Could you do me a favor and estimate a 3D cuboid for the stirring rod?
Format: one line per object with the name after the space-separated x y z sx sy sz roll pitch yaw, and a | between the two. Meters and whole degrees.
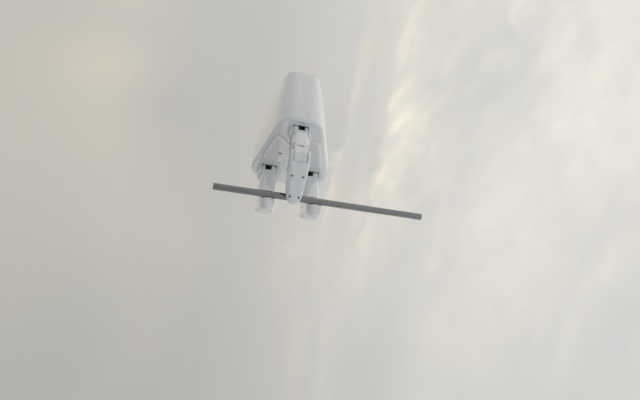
0.000 0.002 0.540 0.239 0.011 0.011 9 -1 -9 | stirring rod
